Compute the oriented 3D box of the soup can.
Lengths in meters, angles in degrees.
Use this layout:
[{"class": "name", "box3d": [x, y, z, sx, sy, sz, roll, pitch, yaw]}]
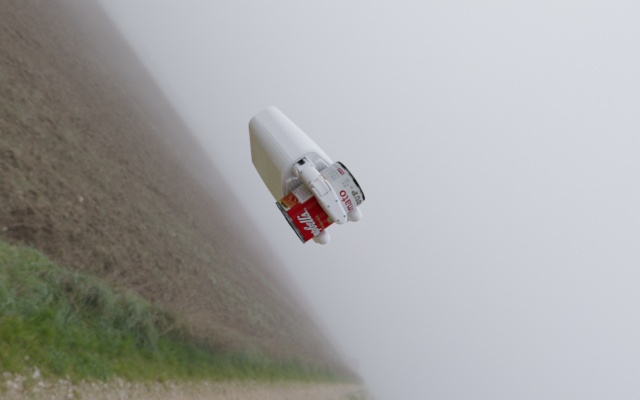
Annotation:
[{"class": "soup can", "box3d": [0.001, 0.002, 0.640, 0.102, 0.068, 0.068, -35, 5, -7]}]
